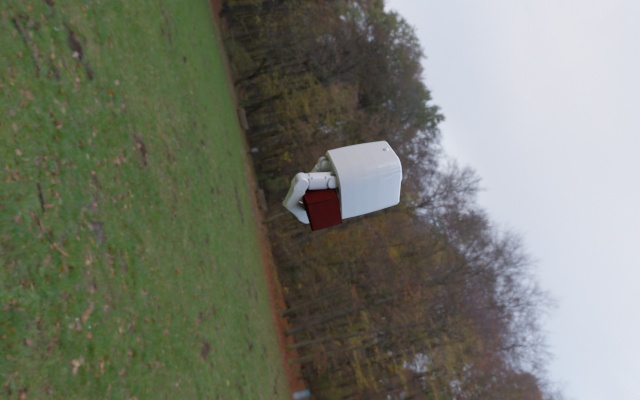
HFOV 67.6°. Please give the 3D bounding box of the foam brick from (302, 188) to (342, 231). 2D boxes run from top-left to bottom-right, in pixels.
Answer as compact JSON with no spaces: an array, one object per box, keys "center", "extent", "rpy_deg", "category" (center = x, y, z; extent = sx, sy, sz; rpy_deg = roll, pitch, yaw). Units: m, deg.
[{"center":[0.000,0.003,0.775],"extent":[0.051,0.053,0.078],"rpy_deg":[-12,34,-5],"category":"foam brick"}]
